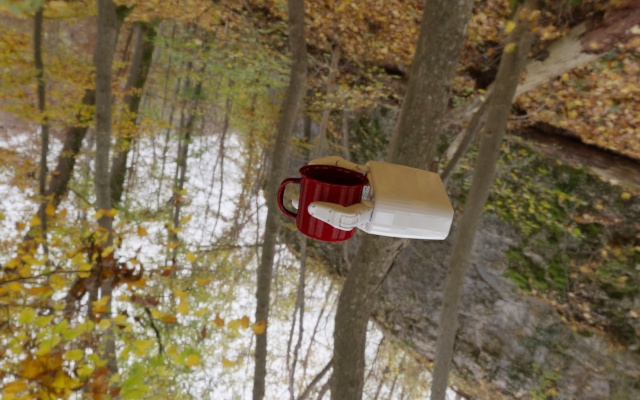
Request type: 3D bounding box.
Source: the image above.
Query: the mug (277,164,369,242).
[{"bbox_3d":[-0.001,0.002,0.638,0.117,0.081,0.093,7,19,-6],"label":"mug"}]
